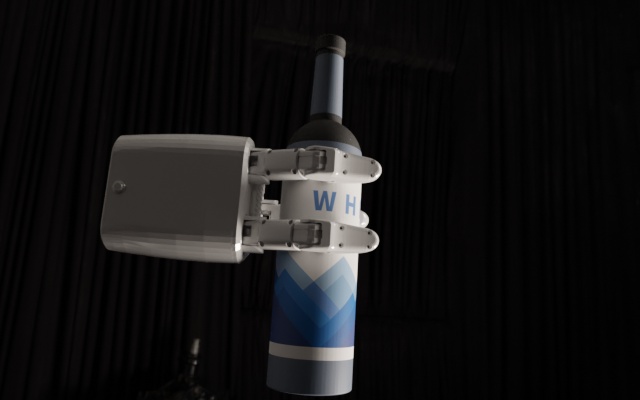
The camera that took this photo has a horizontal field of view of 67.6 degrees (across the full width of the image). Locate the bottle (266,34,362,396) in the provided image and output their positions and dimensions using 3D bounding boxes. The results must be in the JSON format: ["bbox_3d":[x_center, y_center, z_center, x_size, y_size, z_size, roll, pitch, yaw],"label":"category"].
[{"bbox_3d":[0.000,0.002,0.400,0.069,0.295,0.069,3,-11,1],"label":"bottle"}]
